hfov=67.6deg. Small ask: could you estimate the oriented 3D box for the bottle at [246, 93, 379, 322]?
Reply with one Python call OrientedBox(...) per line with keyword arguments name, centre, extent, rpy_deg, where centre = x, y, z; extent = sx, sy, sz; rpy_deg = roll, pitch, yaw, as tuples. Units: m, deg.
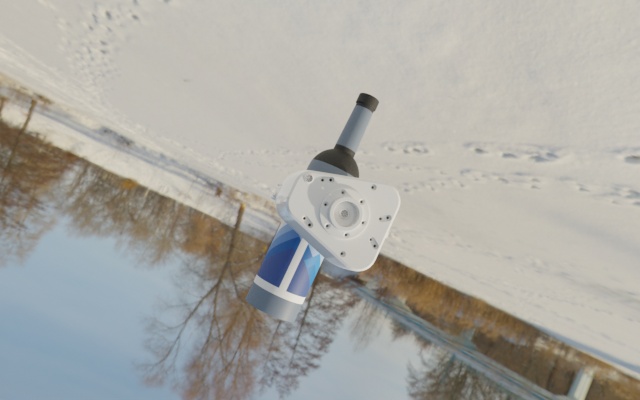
OrientedBox(name="bottle", centre=(0.000, 0.002, 0.598), extent=(0.069, 0.295, 0.069), rpy_deg=(25, -4, 2))
